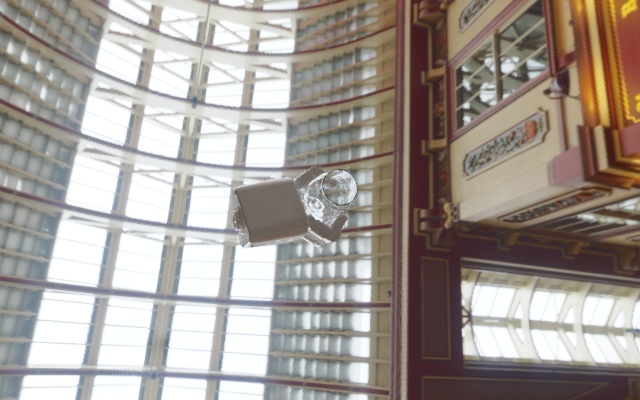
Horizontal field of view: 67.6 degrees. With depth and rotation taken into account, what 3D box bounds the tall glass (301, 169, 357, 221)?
[{"bbox_3d":[0.000,0.003,0.862,0.079,0.079,0.201,0,-14,-19],"label":"tall glass"}]
